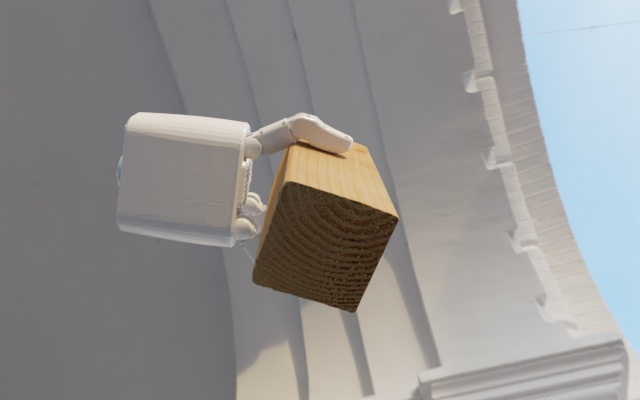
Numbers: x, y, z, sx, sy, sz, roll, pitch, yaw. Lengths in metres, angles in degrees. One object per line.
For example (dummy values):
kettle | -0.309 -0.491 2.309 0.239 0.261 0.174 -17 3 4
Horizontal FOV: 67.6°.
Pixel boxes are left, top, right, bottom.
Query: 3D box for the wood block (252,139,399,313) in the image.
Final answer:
wood block | 0.000 0.001 0.451 0.090 0.091 0.206 18 19 -8
